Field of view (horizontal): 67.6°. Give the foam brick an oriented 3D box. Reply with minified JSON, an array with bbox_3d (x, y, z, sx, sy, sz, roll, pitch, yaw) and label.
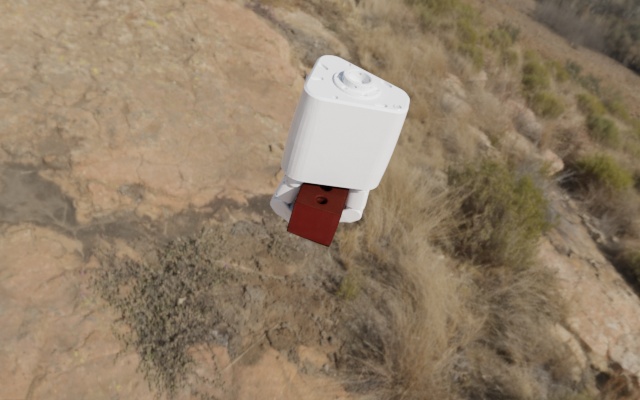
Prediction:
[{"bbox_3d":[0.000,0.002,0.542,0.053,0.051,0.078,19,43,0],"label":"foam brick"}]
